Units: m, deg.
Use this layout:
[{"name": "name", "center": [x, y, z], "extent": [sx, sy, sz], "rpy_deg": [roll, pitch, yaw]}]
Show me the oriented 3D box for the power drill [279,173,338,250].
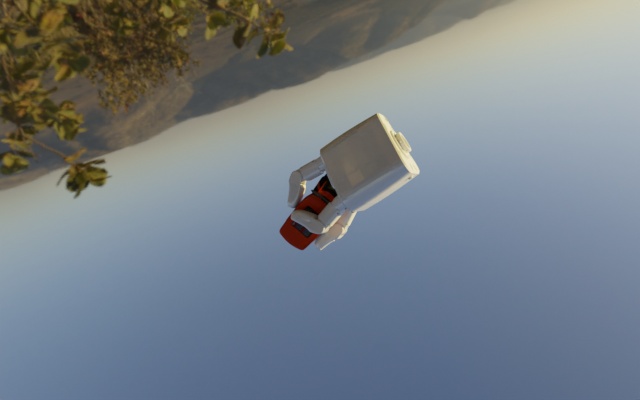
[{"name": "power drill", "center": [0.000, 0.003, 0.821], "extent": [0.057, 0.184, 0.187], "rpy_deg": [37, 37, -2]}]
